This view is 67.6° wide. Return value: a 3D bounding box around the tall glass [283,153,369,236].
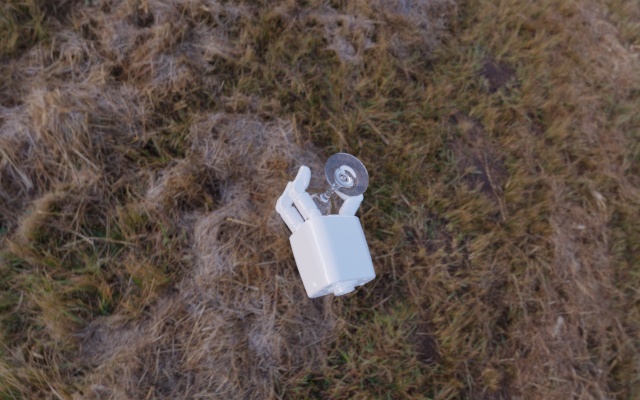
[{"bbox_3d":[0.000,0.002,0.803,0.079,0.079,0.201,0,-25,-27],"label":"tall glass"}]
